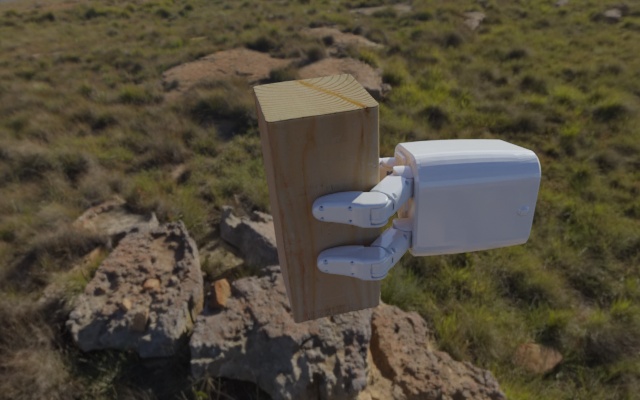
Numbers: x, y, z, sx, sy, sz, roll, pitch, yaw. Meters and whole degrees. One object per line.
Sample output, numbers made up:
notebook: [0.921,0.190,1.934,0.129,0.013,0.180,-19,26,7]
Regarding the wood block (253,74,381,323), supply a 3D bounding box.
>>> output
wood block: [0.000,0.001,0.442,0.090,0.206,0.090,-10,32,-9]
